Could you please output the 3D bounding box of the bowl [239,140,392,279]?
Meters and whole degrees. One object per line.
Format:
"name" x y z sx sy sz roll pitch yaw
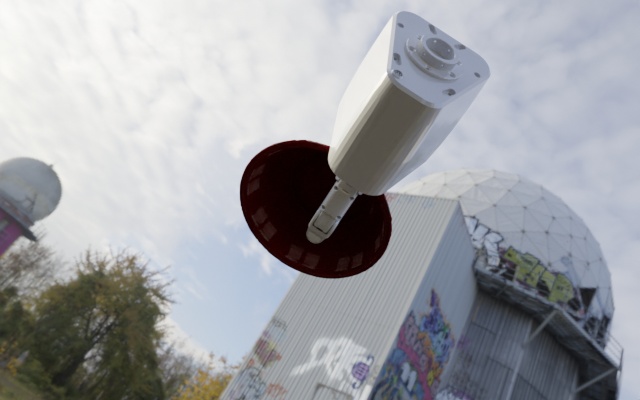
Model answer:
"bowl" -0.001 0.002 0.495 0.162 0.162 0.055 0 30 23
